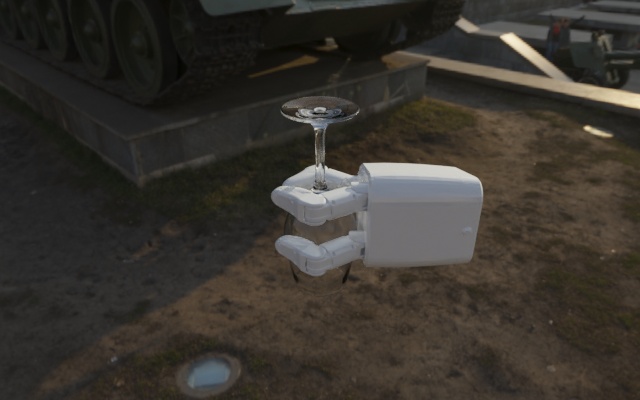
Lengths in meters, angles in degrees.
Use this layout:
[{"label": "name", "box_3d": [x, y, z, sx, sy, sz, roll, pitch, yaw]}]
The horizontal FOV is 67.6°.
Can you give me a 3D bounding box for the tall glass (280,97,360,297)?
[{"label": "tall glass", "box_3d": [0.000, 0.001, 0.491, 0.079, 0.201, 0.079, 0, 29, 0]}]
